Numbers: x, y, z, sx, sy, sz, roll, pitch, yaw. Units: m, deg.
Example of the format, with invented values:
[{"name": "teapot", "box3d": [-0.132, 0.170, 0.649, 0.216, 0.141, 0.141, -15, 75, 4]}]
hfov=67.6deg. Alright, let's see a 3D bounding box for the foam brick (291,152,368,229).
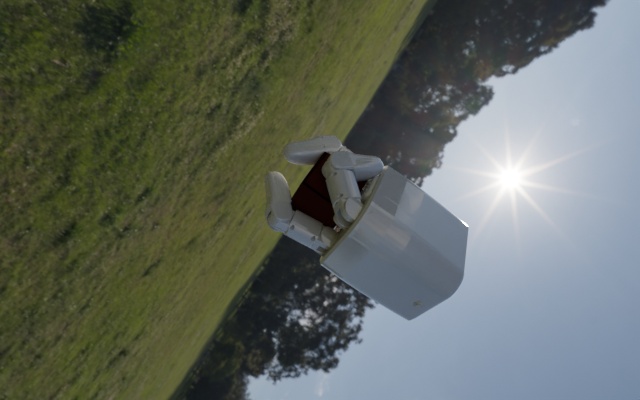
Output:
[{"name": "foam brick", "box3d": [0.000, 0.002, 0.478, 0.051, 0.053, 0.078, 35, -39, -1]}]
